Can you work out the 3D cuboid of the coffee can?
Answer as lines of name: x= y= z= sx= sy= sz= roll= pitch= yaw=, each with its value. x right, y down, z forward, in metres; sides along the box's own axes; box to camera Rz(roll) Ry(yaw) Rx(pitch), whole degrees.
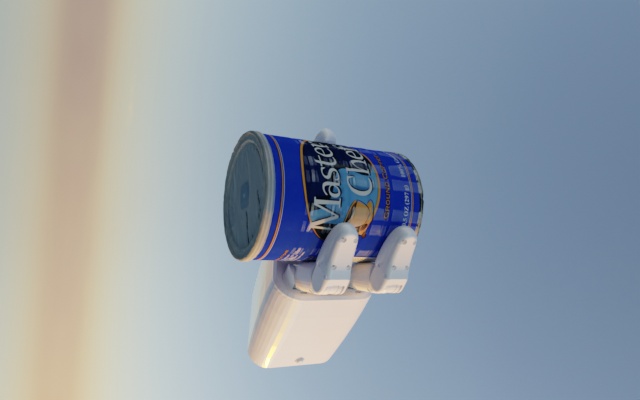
coffee can: x=0.000 y=0.001 z=0.406 sx=0.140 sy=0.103 sz=0.103 roll=5 pitch=-2 yaw=-28
